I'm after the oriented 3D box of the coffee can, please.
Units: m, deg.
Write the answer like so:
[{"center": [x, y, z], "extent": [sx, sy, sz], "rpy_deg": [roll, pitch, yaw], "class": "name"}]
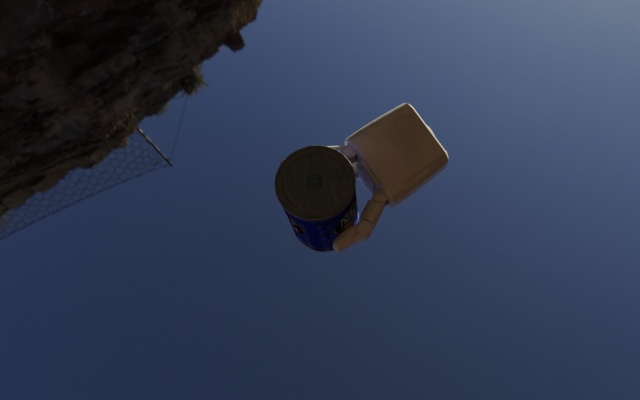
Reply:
[{"center": [0.000, 0.002, 0.662], "extent": [0.103, 0.102, 0.140], "rpy_deg": [0, -23, 7], "class": "coffee can"}]
